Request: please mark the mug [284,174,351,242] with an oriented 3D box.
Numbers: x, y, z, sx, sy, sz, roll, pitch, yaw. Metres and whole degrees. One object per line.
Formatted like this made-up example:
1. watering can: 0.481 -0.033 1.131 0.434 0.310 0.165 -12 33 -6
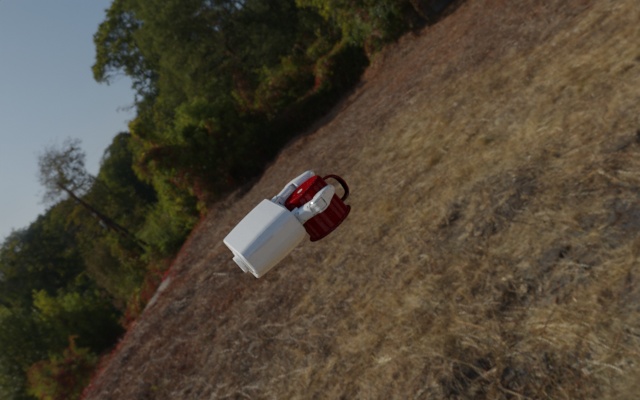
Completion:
1. mug: 0.001 0.002 0.827 0.117 0.081 0.093 -44 12 -14
